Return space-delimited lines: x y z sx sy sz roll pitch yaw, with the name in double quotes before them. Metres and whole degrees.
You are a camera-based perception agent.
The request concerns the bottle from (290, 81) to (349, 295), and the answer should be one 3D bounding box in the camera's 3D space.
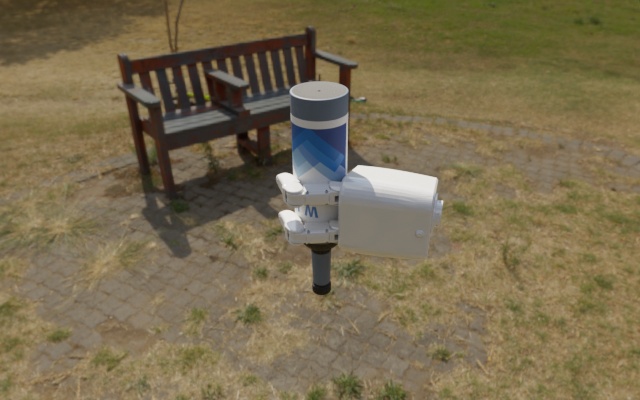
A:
"bottle" 0.000 0.002 0.612 0.069 0.296 0.069 -1 31 0
